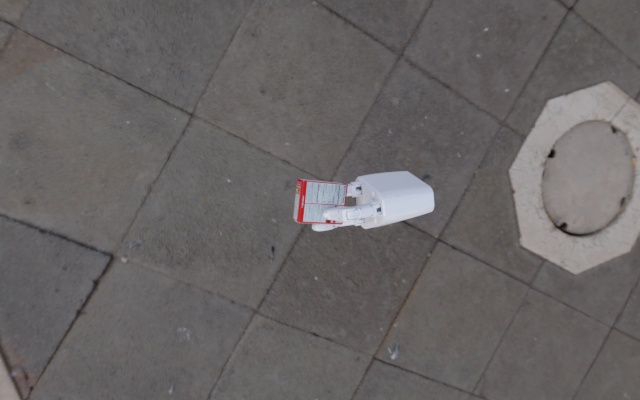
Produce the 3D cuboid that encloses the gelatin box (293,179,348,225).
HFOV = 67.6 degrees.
[{"bbox_3d":[0.000,0.003,0.830,0.089,0.073,0.030,4,6,-26],"label":"gelatin box"}]
